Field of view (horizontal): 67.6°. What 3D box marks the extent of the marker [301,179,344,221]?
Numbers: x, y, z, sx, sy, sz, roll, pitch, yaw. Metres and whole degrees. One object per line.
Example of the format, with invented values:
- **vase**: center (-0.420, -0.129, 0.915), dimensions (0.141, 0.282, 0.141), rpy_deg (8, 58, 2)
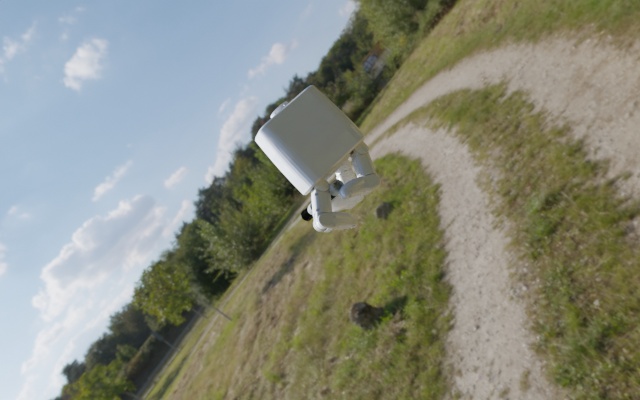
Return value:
- **marker**: center (0.000, 0.002, 0.685), dimensions (0.020, 0.020, 0.121), rpy_deg (0, -22, -25)
